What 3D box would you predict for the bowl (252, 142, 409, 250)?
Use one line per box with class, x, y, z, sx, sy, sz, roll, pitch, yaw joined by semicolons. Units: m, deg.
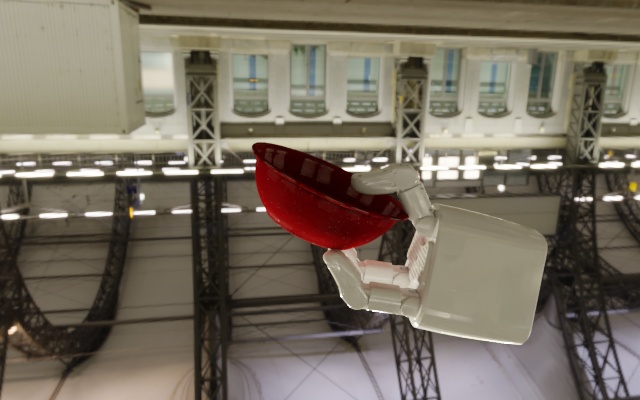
bowl;-0.001;0.001;0.458;0.162;0.055;0.162;24;13;-6
